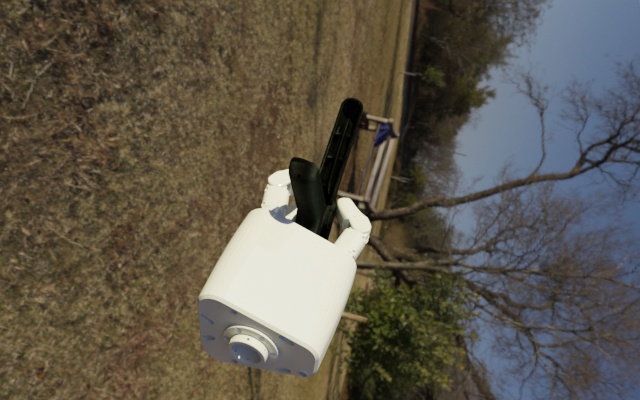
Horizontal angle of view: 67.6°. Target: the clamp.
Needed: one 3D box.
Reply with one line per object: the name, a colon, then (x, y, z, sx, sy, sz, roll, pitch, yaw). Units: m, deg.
clamp: (0.001, 0.002, 0.508, 0.036, 0.210, 0.164, 19, 42, 12)
